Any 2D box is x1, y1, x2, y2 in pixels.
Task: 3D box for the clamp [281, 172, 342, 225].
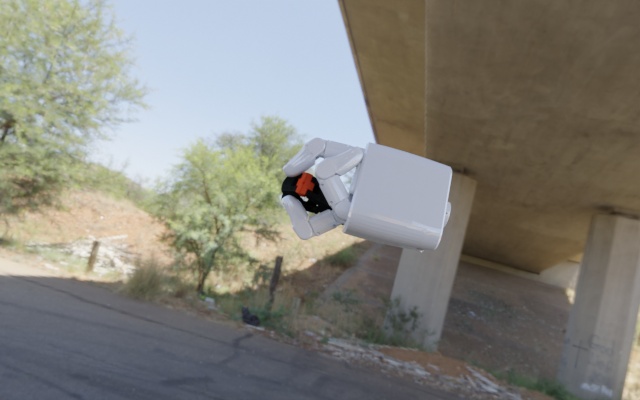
[{"bbox_3d":[0.000,0.001,0.643,0.120,0.039,0.171,15,-7,1],"label":"clamp"}]
